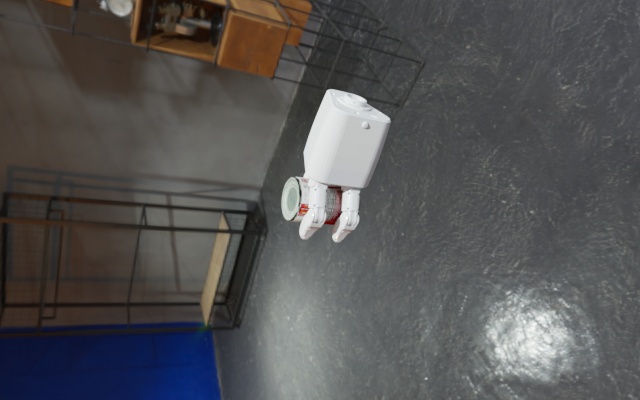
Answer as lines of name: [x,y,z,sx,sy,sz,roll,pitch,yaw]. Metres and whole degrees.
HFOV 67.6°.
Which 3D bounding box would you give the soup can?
soup can: [0.000,0.003,0.727,0.102,0.068,0.068,6,-3,-27]
